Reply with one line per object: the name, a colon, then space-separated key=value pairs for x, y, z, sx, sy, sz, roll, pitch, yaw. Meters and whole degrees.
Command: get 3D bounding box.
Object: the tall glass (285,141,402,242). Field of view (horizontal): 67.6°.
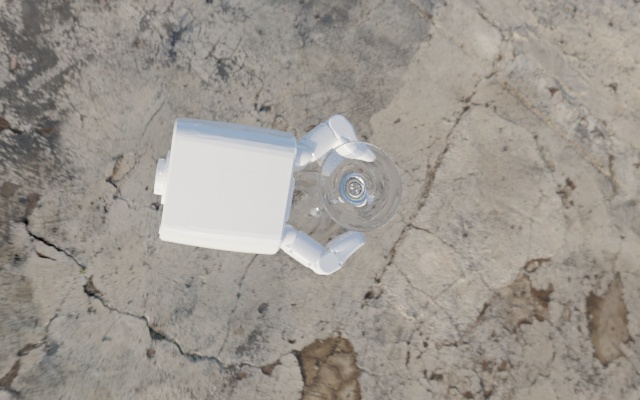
tall glass: x=0.000 y=0.002 z=0.476 sx=0.079 sy=0.079 sz=0.201 roll=0 pitch=-8 yaw=-19
